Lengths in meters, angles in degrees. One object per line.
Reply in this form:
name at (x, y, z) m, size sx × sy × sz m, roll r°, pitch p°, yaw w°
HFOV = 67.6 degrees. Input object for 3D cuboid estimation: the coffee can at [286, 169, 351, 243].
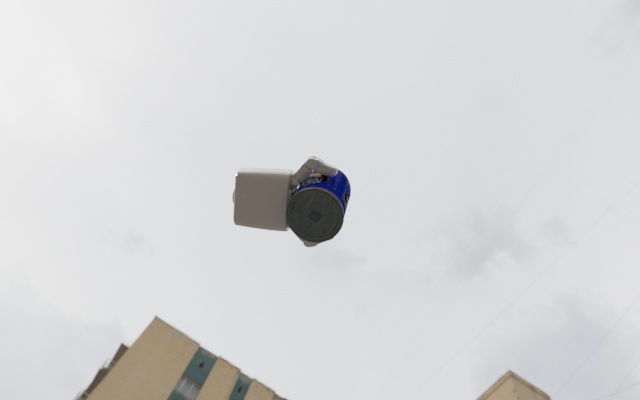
coffee can at (0.000, 0.003, 0.894) m, size 0.103 × 0.103 × 0.140 m, roll 0°, pitch 21°, yaw 9°
